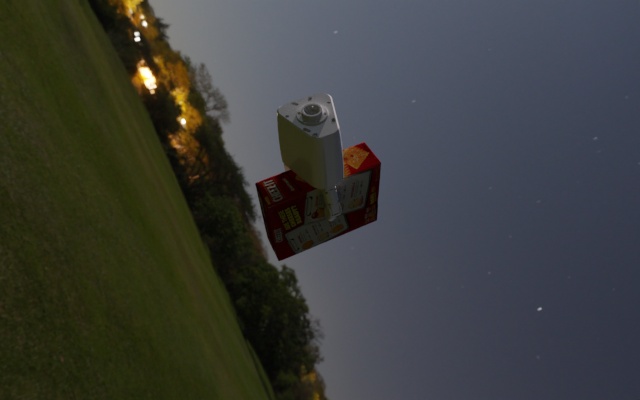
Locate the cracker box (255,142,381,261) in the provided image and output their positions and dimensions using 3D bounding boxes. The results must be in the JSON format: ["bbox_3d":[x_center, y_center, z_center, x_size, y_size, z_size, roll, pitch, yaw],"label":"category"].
[{"bbox_3d":[0.000,0.003,0.872,0.213,0.072,0.164,-21,-38,-14],"label":"cracker box"}]
